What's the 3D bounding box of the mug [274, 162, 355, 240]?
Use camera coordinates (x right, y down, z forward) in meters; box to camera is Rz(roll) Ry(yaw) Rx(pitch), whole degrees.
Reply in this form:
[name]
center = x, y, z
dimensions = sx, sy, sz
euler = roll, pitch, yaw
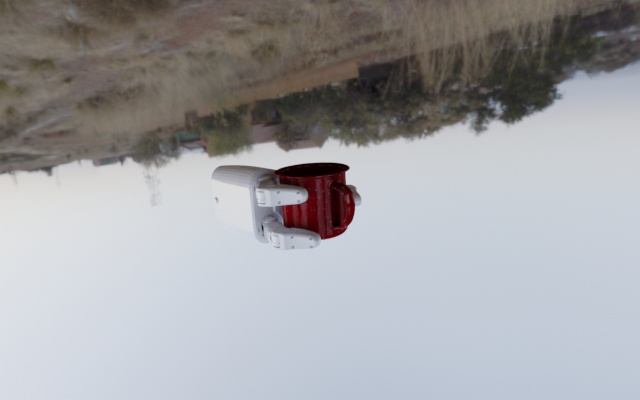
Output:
[mug]
center = 0.001, 0.002, 0.586
dimensions = 0.093, 0.081, 0.117
euler = -16, 19, -39
